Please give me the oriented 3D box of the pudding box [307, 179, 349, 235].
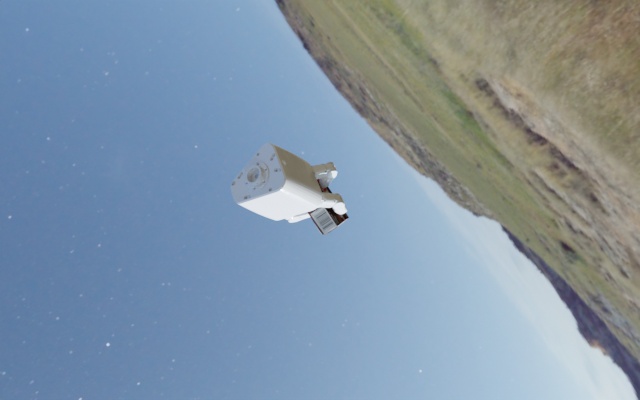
[{"bbox_3d":[0.000,0.003,0.898,0.039,0.113,0.090,-33,-2,20],"label":"pudding box"}]
